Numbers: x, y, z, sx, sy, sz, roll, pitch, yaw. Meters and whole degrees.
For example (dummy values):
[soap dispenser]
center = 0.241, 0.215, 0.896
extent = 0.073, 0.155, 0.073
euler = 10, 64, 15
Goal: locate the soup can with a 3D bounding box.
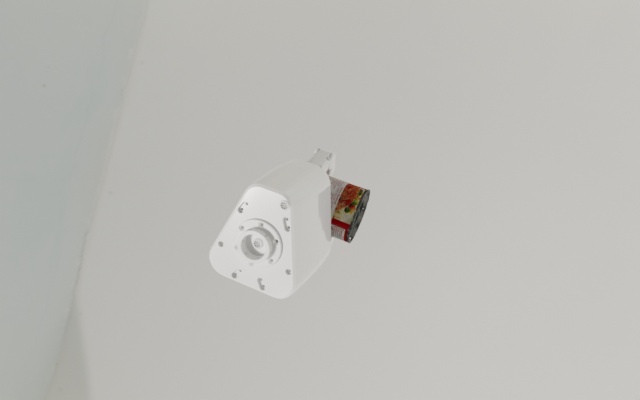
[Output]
[soup can]
center = 0.000, 0.002, 0.573
extent = 0.102, 0.068, 0.068
euler = 21, 4, 11
